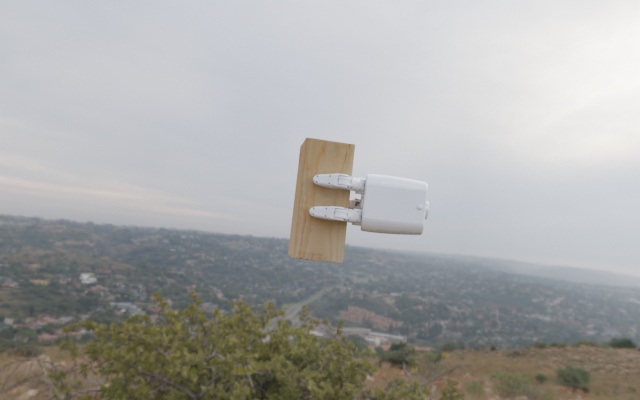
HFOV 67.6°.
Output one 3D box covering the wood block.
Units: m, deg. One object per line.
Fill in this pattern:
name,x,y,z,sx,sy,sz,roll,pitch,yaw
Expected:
wood block,0.000,0.003,0.854,0.090,0.206,0.091,7,-5,-8
